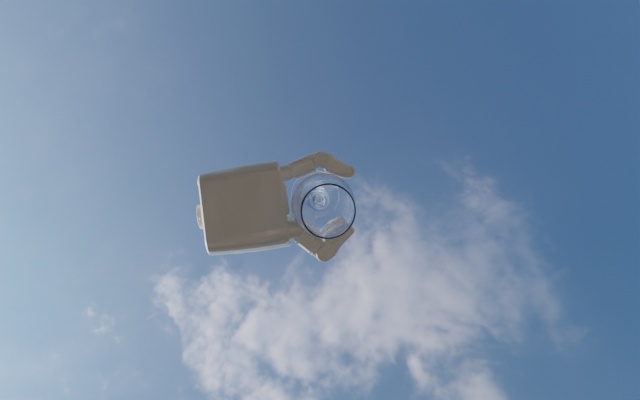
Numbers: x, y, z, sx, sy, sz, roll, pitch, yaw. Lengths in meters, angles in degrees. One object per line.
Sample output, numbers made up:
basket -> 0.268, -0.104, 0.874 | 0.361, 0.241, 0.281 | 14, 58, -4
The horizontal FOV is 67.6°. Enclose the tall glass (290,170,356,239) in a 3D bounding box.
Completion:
tall glass -> 0.000, 0.002, 0.618 | 0.079, 0.079, 0.201 | 0, 6, -5
